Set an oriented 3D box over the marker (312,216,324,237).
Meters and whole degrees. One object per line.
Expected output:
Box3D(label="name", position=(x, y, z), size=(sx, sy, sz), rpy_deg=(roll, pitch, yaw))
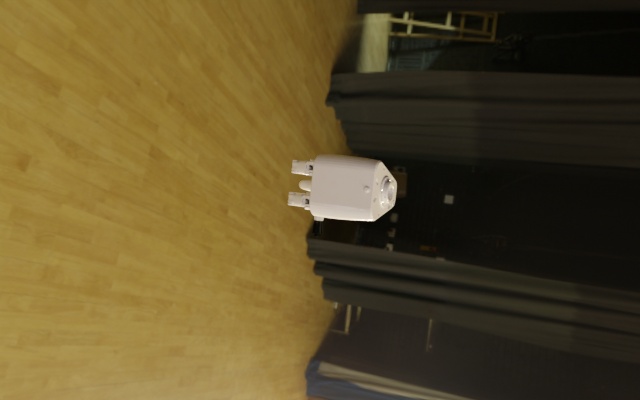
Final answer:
Box3D(label="marker", position=(0.000, 0.003, 0.830), size=(0.020, 0.121, 0.020), rpy_deg=(6, 2, 0))
